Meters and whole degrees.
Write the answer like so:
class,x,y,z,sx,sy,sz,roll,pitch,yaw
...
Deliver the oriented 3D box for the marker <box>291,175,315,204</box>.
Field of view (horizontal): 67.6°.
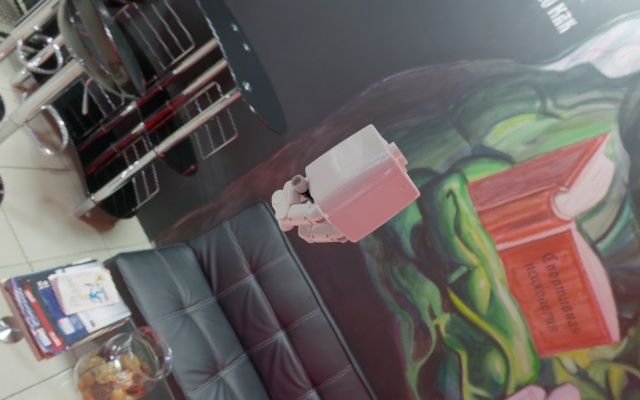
class,x,y,z,sx,sy,sz,roll,pitch,yaw
marker,0.000,0.002,0.639,0.020,0.020,0.121,0,-26,33
